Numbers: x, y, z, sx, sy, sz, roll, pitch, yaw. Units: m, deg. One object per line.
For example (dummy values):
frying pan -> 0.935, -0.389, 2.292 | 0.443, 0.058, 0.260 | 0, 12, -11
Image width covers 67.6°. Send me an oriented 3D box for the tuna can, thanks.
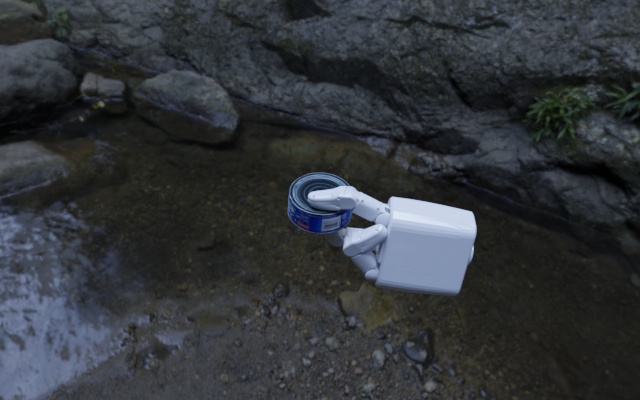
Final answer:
tuna can -> 0.000, 0.002, 0.621 | 0.086, 0.034, 0.086 | 2, 42, -2
